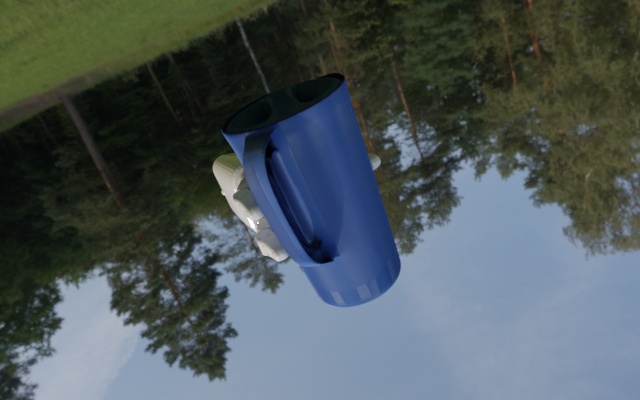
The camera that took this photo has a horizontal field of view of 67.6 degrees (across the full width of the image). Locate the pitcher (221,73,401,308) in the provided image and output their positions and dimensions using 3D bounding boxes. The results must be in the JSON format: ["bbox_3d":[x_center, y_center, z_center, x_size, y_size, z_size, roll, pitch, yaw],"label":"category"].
[{"bbox_3d":[0.000,0.002,0.515,0.149,0.243,0.145,-32,26,-18],"label":"pitcher"}]
